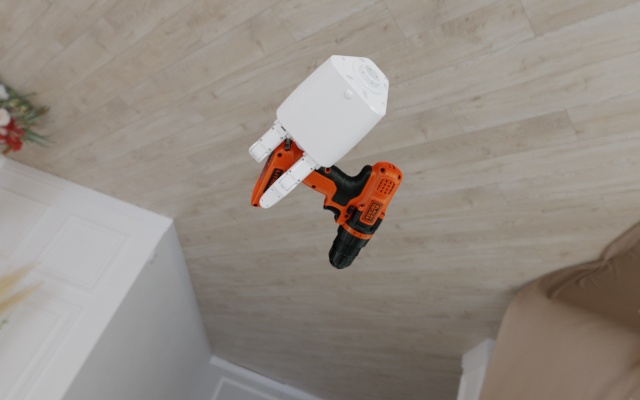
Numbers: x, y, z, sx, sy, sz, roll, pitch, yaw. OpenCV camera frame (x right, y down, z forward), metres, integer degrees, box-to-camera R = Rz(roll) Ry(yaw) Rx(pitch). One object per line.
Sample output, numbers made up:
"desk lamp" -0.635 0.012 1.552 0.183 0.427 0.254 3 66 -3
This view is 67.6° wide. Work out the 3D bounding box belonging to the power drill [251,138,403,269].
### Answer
"power drill" 0.000 0.002 0.685 0.188 0.184 0.057 21 24 -14
